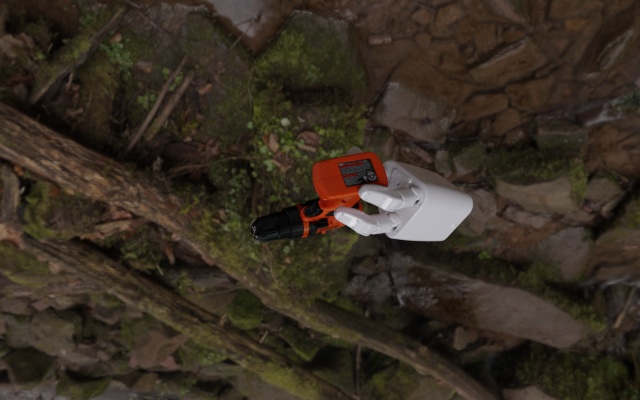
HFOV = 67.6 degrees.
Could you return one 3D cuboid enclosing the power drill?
[{"bbox_3d":[0.001,0.002,0.689,0.184,0.057,0.188,-14,-16,-24],"label":"power drill"}]
